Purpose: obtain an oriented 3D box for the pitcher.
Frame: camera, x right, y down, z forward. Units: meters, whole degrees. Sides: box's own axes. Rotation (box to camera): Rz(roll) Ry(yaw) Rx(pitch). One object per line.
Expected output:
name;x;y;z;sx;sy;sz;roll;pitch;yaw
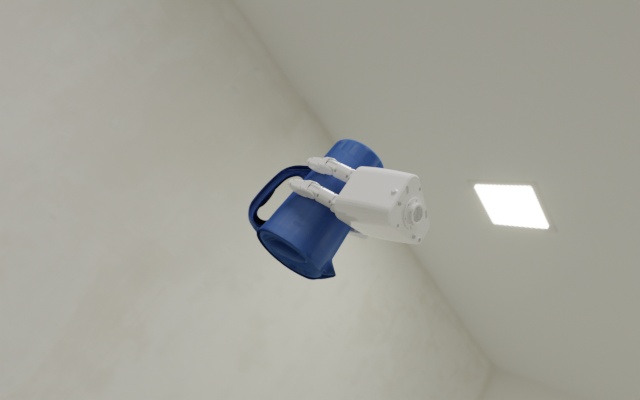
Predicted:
pitcher;0.000;0.003;0.840;0.145;0.242;0.149;10;-35;45
